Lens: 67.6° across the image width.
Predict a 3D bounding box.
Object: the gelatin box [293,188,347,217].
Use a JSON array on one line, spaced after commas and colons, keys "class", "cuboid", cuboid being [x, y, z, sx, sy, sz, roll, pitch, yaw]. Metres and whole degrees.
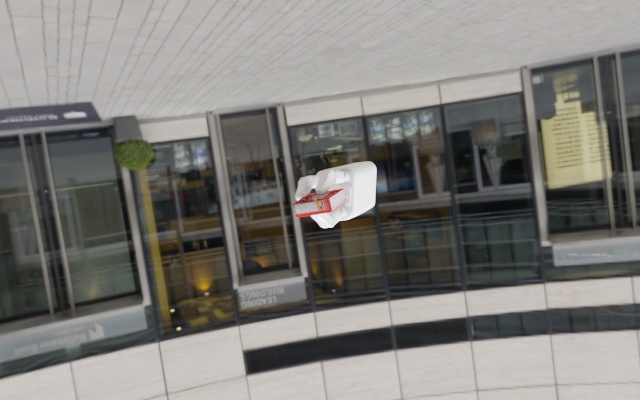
[{"class": "gelatin box", "cuboid": [0.000, 0.003, 0.898, 0.073, 0.030, 0.089, -9, 10, 23]}]
